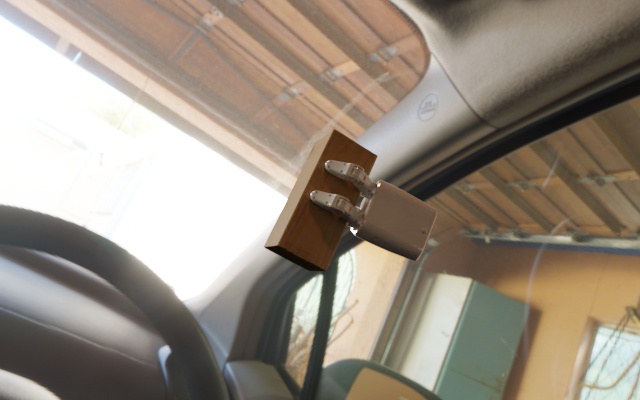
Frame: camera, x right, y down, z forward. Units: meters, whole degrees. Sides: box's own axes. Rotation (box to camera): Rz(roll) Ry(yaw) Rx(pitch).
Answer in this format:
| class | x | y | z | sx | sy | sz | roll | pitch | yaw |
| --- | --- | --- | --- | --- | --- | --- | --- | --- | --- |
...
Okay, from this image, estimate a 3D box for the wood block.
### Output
| class | x | y | z | sx | sy | sz | roll | pitch | yaw |
| --- | --- | --- | --- | --- | --- | --- | --- | --- | --- |
| wood block | 0.000 | 0.003 | 0.777 | 0.090 | 0.206 | 0.091 | 29 | -16 | -14 |
